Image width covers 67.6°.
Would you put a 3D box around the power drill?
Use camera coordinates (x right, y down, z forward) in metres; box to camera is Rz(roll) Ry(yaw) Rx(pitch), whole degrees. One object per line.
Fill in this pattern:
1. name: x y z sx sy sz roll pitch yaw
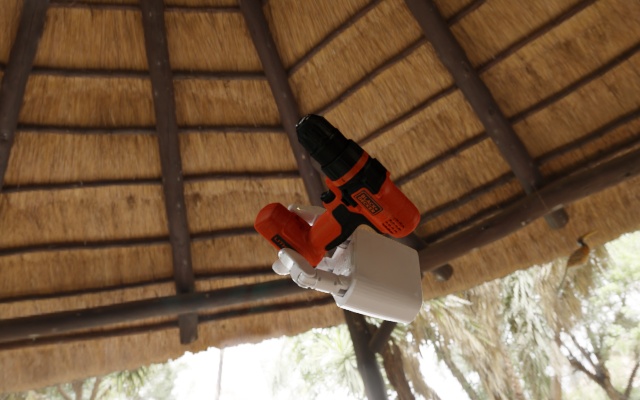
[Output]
1. power drill: 0.000 0.002 0.591 0.188 0.184 0.057 -34 17 41
